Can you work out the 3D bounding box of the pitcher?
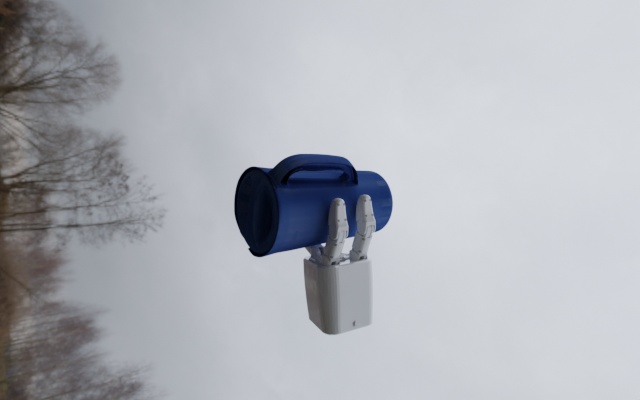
[{"bbox_3d":[0.000,0.003,0.755,0.243,0.145,0.149,-5,3,-36],"label":"pitcher"}]
